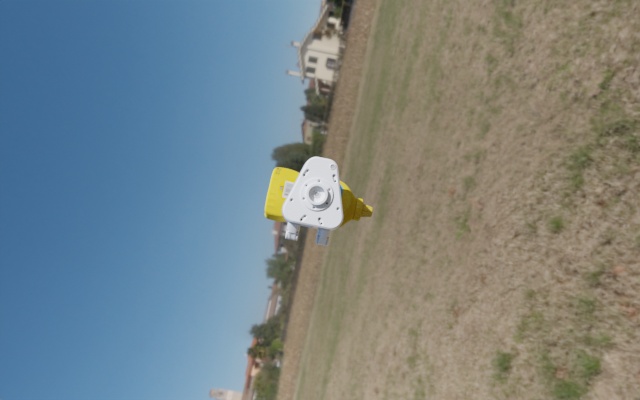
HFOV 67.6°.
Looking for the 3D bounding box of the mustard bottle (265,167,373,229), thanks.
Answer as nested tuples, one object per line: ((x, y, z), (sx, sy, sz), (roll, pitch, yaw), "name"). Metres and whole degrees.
((0.000, 0.003, 0.869), (0.191, 0.096, 0.058), (11, -26, -2), "mustard bottle")
